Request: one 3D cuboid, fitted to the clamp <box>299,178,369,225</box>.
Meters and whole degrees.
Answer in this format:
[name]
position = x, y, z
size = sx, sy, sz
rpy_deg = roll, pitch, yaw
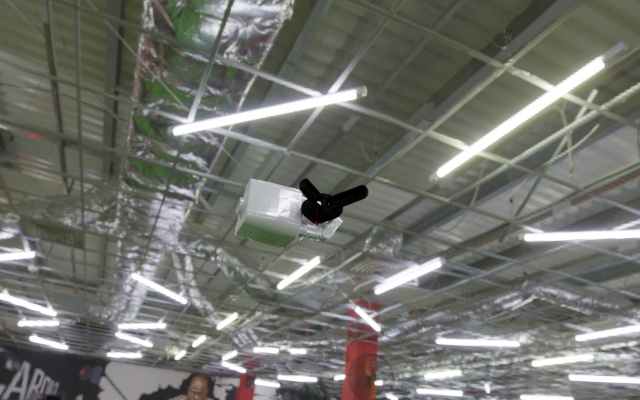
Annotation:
[clamp]
position = 0.000, 0.002, 0.873
size = 0.120, 0.039, 0.171
rpy_deg = 15, -28, -16
